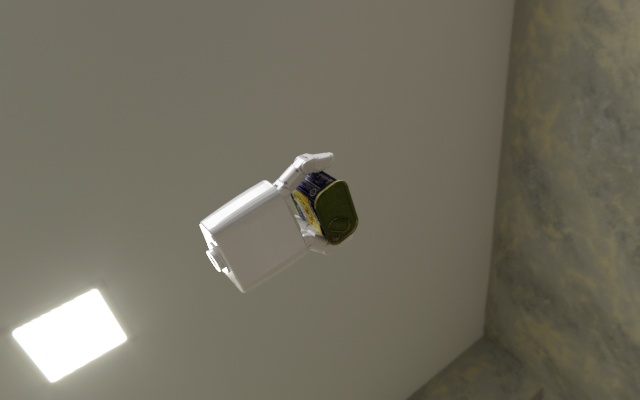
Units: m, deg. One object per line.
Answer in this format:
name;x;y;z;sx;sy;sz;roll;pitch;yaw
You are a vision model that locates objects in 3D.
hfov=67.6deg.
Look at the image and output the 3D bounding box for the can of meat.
can of meat;0.000;0.002;0.690;0.057;0.102;0.084;-37;43;-18
